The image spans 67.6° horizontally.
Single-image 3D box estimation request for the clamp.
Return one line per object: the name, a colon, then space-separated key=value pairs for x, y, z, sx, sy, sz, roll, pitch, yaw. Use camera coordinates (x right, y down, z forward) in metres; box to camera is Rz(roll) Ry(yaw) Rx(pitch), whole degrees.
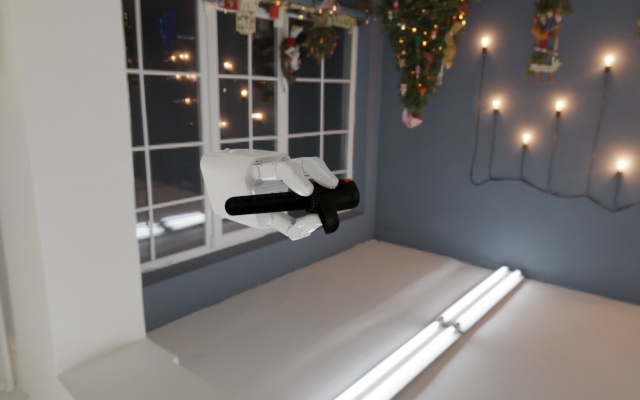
clamp: x=0.000 y=0.003 z=0.651 sx=0.164 sy=0.036 sz=0.210 roll=12 pitch=18 yaw=37
